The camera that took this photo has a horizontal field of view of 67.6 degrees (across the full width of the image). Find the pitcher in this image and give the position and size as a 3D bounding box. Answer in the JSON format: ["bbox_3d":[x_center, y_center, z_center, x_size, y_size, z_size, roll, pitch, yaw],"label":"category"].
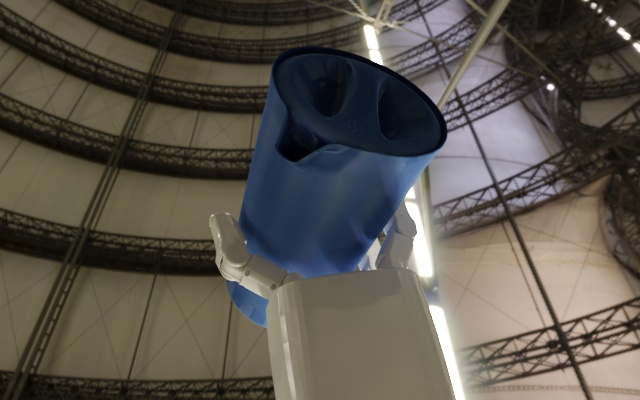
[{"bbox_3d":[0.000,0.001,0.419,0.149,0.145,0.243,6,-46,-21],"label":"pitcher"}]
